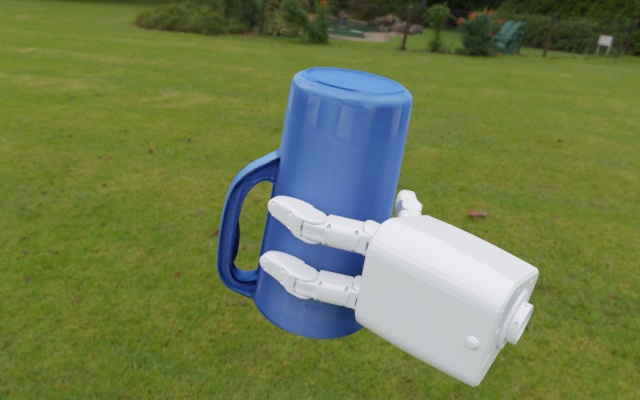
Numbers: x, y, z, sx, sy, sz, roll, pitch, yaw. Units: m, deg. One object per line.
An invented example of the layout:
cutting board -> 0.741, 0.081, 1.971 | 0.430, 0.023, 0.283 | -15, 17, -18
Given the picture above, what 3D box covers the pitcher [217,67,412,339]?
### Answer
pitcher -> 0.000, 0.002, 0.465 | 0.145, 0.243, 0.149 | 26, 30, 30
